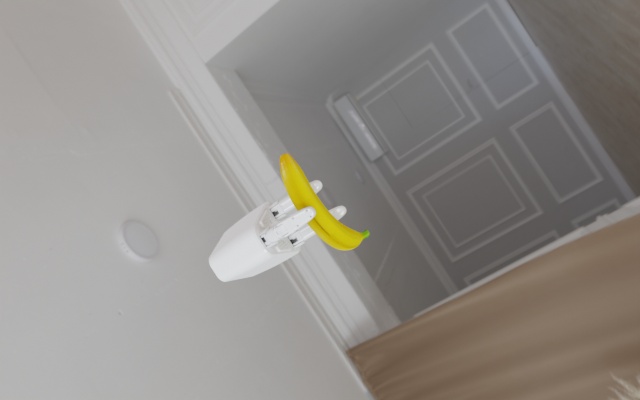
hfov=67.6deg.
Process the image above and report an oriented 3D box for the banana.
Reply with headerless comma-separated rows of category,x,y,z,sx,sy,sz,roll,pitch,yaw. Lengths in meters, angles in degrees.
banana,0.000,0.016,0.716,0.037,0.198,0.069,-30,27,29
